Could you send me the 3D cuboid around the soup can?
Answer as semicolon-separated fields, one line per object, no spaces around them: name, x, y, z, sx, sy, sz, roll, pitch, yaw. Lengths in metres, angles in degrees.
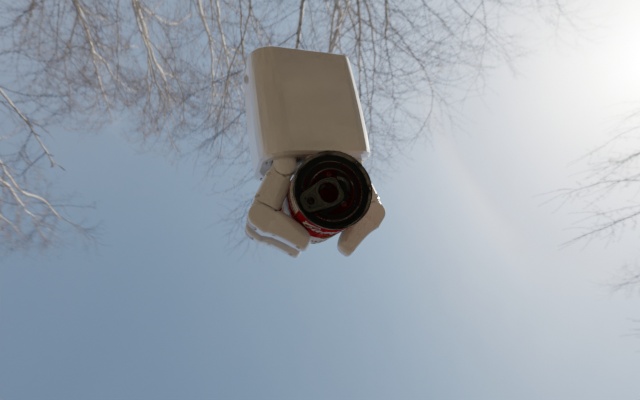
soup can;0.000;0.002;0.442;0.068;0.068;0.102;0;-12;-13
